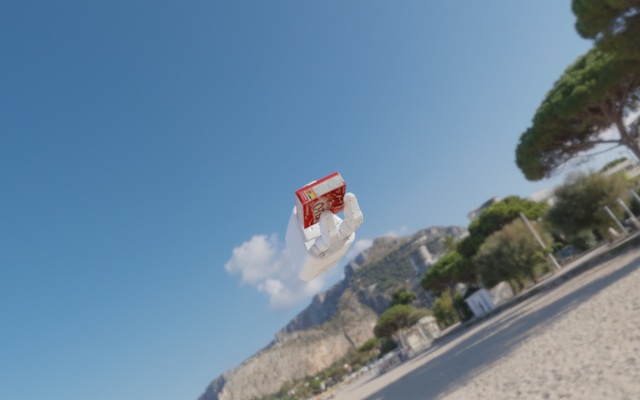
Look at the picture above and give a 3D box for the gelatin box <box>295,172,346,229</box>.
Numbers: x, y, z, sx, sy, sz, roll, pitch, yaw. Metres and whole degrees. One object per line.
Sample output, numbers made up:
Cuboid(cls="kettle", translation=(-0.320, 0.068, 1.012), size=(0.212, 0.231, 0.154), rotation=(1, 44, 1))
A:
Cuboid(cls="gelatin box", translation=(0.000, 0.002, 0.736), size=(0.073, 0.030, 0.089), rotation=(-26, -25, -14))
